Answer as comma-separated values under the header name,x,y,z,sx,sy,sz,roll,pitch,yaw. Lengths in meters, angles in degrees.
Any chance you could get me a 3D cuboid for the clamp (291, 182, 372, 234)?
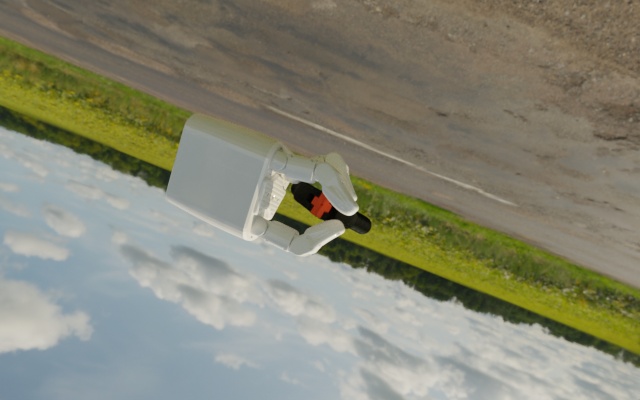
name,x,y,z,sx,sy,sz,roll,pitch,yaw
clamp,0.000,0.002,0.580,0.120,0.039,0.171,24,-3,14
